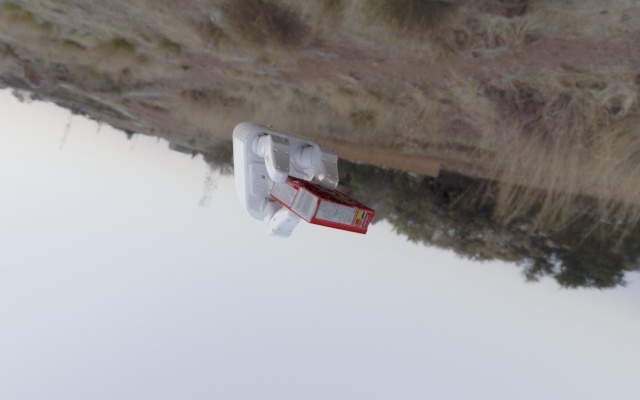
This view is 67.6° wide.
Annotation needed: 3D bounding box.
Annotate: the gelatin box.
[{"bbox_3d":[0.000,0.002,0.491,0.073,0.030,0.089,14,11,-36],"label":"gelatin box"}]
